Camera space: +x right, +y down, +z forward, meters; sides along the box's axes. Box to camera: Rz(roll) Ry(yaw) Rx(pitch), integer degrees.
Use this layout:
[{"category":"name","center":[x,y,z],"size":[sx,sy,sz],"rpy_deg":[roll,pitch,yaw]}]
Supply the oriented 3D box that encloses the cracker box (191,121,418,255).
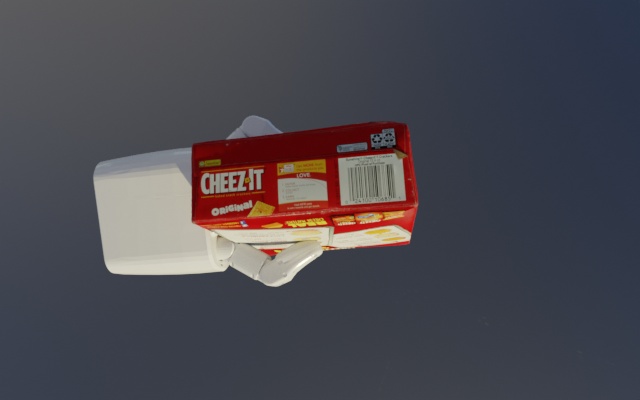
[{"category":"cracker box","center":[0.000,0.002,0.440],"size":[0.164,0.072,0.214],"rpy_deg":[-5,-13,8]}]
